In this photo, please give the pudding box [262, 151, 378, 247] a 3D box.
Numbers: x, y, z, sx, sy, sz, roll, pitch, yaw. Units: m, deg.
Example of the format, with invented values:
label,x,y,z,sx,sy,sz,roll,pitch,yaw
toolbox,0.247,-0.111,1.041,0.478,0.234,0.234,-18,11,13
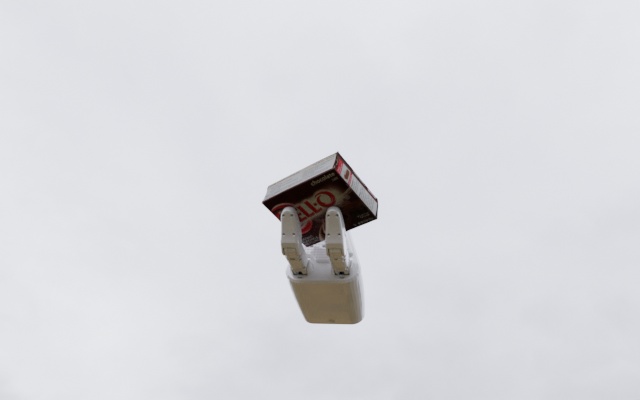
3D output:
label,x,y,z,sx,sy,sz,roll,pitch,yaw
pudding box,0.000,0.002,0.579,0.113,0.039,0.090,-26,-57,29
